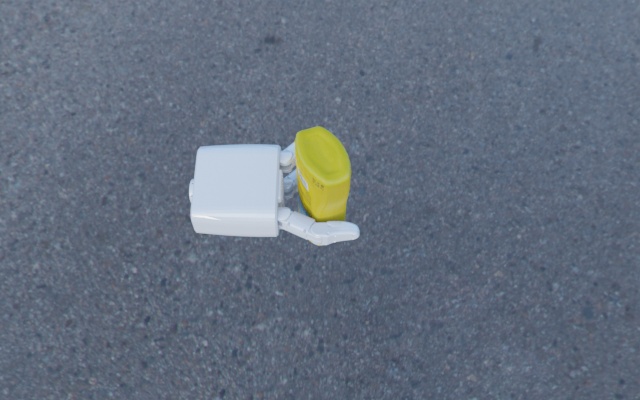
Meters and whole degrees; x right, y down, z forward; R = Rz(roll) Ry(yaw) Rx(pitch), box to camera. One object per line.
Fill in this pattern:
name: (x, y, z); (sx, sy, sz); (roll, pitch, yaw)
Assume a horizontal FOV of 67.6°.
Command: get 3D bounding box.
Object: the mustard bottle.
mustard bottle: (0.000, 0.002, 0.629); (0.058, 0.096, 0.192); (-19, -35, -16)
